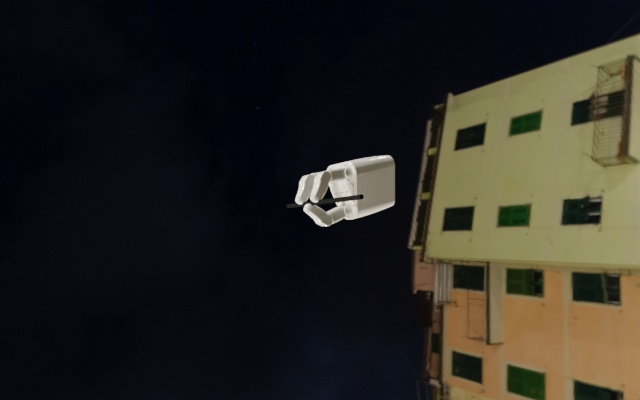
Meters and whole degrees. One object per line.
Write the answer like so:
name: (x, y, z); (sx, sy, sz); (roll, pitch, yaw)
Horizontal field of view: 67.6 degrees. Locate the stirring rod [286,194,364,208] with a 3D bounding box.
stirring rod: (0.000, 0.003, 0.847); (0.011, 0.011, 0.239); (0, -4, -32)
